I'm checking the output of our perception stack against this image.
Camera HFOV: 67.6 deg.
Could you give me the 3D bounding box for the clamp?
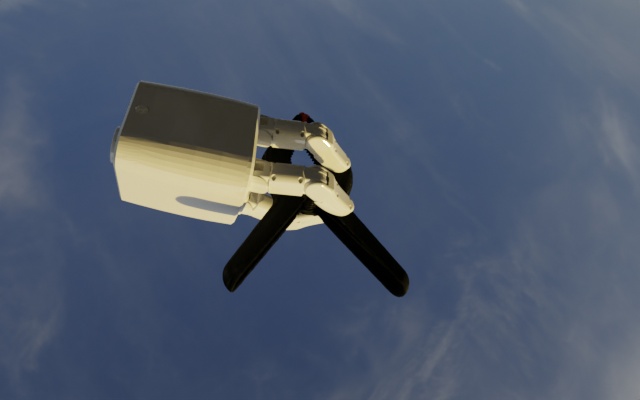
[{"bbox_3d":[0.000,0.002,0.459,0.164,0.209,0.036,12,-39,-15],"label":"clamp"}]
